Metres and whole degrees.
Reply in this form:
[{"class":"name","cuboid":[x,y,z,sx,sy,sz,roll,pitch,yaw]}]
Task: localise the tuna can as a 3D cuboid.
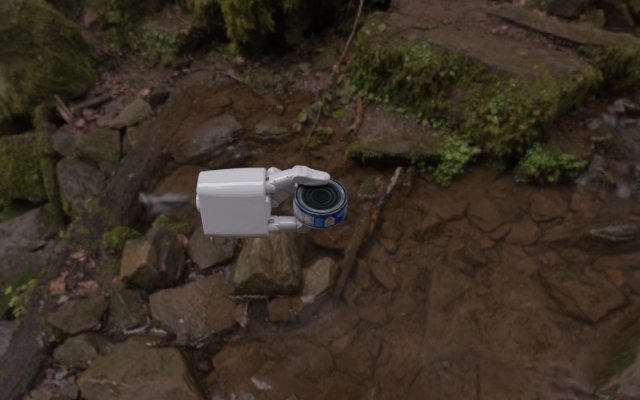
[{"class":"tuna can","cuboid":[0.000,0.002,0.751,0.086,0.086,0.034,0,-43,-4]}]
